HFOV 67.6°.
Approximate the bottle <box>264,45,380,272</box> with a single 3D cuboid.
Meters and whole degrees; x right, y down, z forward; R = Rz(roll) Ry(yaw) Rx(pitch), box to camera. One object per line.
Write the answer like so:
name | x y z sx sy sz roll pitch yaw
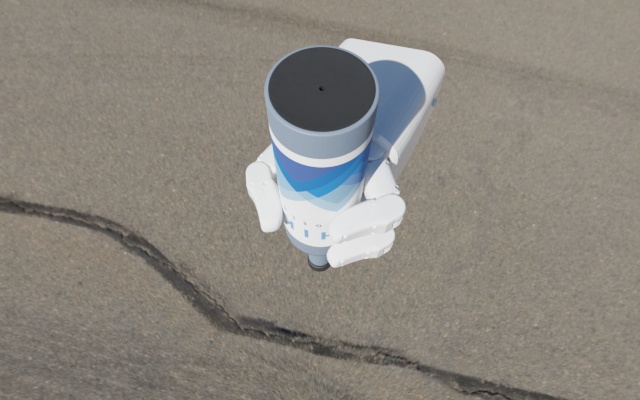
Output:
bottle | 0.000 0.001 0.404 0.069 0.069 0.296 0 -27 0
